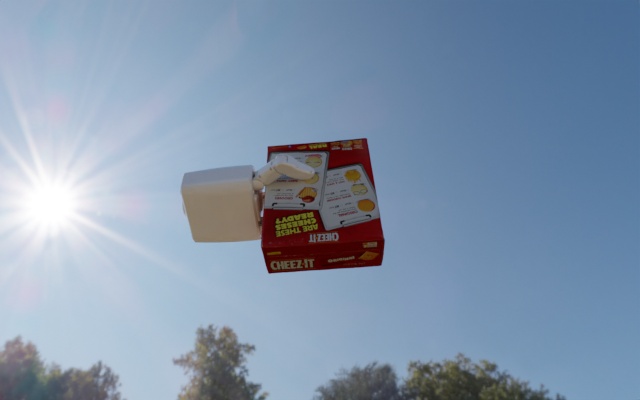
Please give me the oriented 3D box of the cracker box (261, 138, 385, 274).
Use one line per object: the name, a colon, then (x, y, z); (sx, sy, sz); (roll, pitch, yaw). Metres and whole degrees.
cracker box: (0.000, 0.002, 0.715); (0.164, 0.213, 0.072); (-4, -44, 1)
